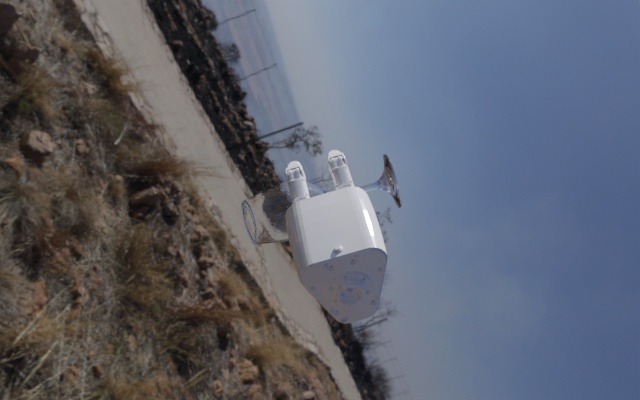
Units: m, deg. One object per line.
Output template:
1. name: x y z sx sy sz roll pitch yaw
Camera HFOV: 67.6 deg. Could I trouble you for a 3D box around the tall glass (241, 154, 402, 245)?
1. tall glass: 0.001 0.002 0.633 0.201 0.079 0.079 -16 0 1
